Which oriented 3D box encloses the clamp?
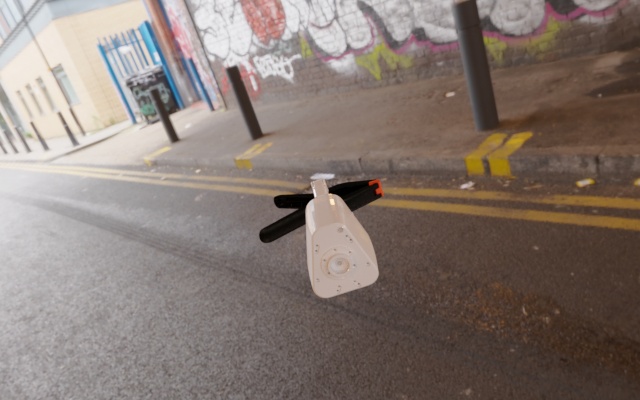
[{"bbox_3d":[0.000,0.002,0.813,0.210,0.036,0.164,-18,21,3],"label":"clamp"}]
